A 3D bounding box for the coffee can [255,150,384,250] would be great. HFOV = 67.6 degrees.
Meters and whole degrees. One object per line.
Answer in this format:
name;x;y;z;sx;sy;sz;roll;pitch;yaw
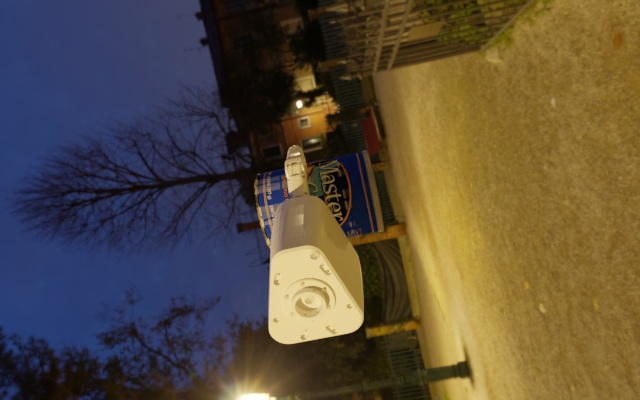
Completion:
coffee can;0.000;0.002;0.596;0.140;0.103;0.103;-12;-1;5
